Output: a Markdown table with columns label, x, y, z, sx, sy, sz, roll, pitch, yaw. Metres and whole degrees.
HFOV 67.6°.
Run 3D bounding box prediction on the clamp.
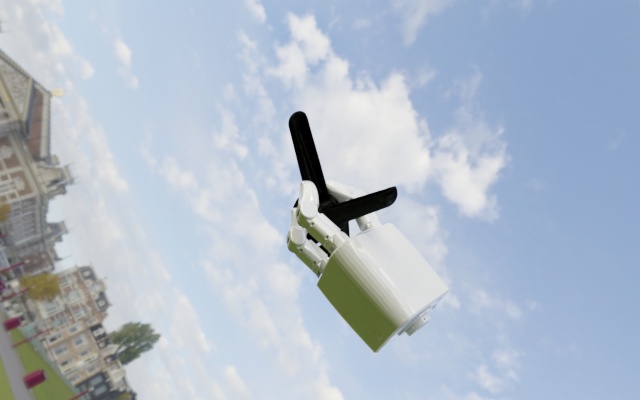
| label | x | y | z | sx | sy | sz | roll | pitch | yaw |
| --- | --- | --- | --- | --- | --- | --- | --- | --- | --- |
| clamp | 0.001 | 0.002 | 0.599 | 0.036 | 0.164 | 0.210 | -27 | -25 | -35 |
